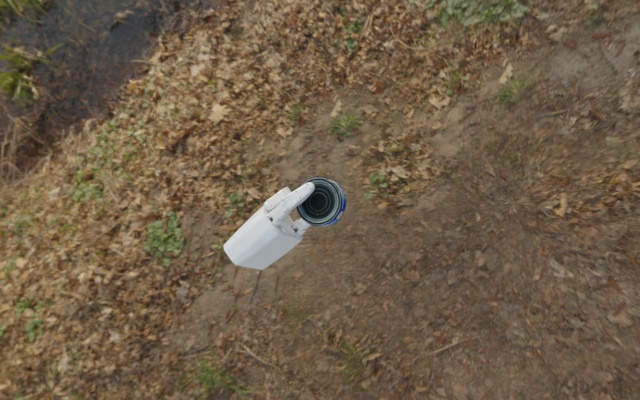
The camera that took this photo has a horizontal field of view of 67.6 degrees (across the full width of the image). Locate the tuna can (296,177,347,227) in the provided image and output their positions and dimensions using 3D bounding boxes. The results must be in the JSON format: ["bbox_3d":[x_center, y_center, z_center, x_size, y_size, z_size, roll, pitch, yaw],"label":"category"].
[{"bbox_3d":[0.000,0.003,0.834,0.086,0.086,0.034,0,-4,17],"label":"tuna can"}]
